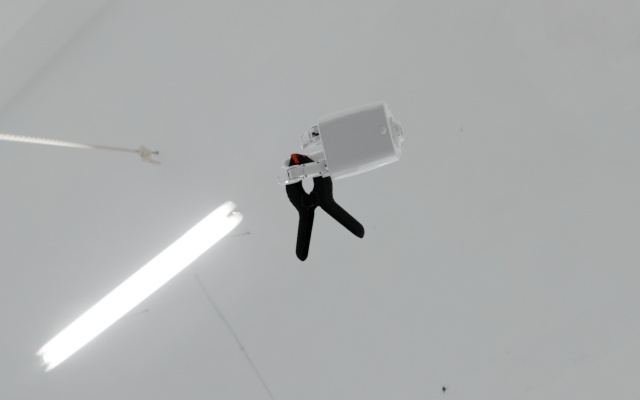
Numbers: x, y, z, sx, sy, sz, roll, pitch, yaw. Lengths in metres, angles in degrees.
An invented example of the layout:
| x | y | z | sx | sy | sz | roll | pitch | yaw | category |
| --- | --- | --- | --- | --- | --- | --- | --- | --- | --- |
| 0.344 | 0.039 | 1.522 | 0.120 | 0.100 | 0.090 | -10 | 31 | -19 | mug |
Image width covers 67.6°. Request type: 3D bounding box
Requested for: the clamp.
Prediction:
| x | y | z | sx | sy | sz | roll | pitch | yaw | category |
| --- | --- | --- | --- | --- | --- | --- | --- | --- | --- |
| 0.000 | 0.002 | 0.754 | 0.120 | 0.171 | 0.039 | -14 | -4 | 17 | clamp |
